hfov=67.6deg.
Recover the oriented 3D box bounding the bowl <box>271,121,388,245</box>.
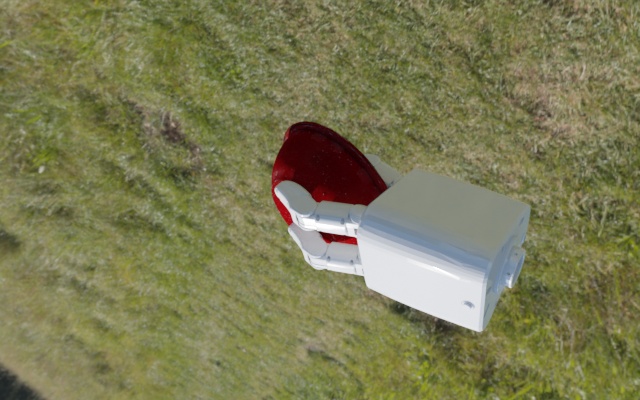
[{"bbox_3d":[-0.001,0.002,0.492,0.055,0.162,0.162,-40,19,-25],"label":"bowl"}]
